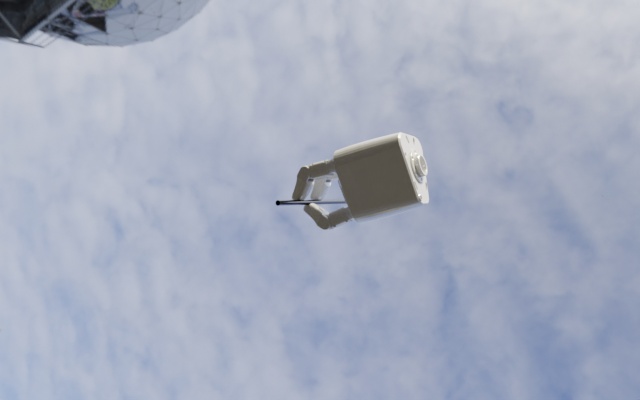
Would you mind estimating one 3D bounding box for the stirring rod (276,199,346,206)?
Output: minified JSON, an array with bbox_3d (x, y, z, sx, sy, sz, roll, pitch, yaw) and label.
[{"bbox_3d":[0.000,0.003,0.785,0.011,0.011,0.239,0,0,31],"label":"stirring rod"}]
